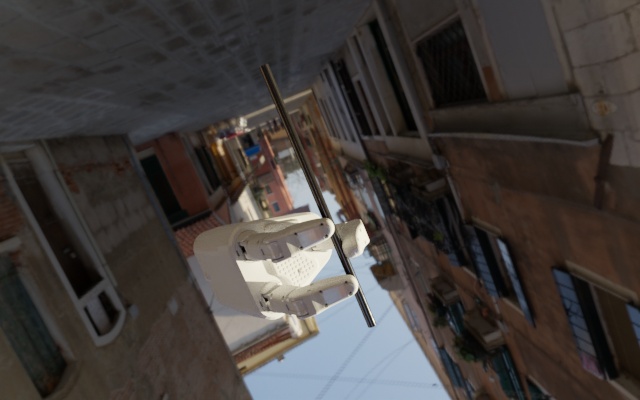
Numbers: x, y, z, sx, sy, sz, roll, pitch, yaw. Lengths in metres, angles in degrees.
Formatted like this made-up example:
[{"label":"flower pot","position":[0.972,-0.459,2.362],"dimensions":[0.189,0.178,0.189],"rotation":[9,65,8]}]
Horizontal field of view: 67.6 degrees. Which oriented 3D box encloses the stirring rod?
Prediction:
[{"label":"stirring rod","position":[0.000,0.001,0.403],"dimensions":[0.011,0.239,0.011],"rotation":[-22,10,4]}]
